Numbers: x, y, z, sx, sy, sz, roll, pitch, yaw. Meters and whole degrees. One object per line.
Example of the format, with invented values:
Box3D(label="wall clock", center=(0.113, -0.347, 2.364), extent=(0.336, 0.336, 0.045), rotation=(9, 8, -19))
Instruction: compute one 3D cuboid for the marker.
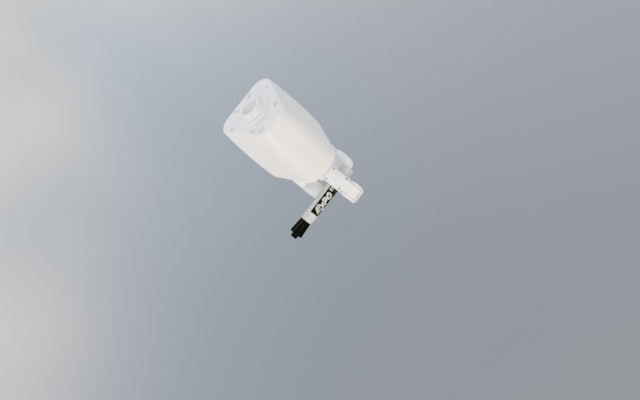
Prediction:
Box3D(label="marker", center=(0.000, 0.002, 0.649), extent=(0.020, 0.121, 0.020), rotation=(38, -1, 1))
